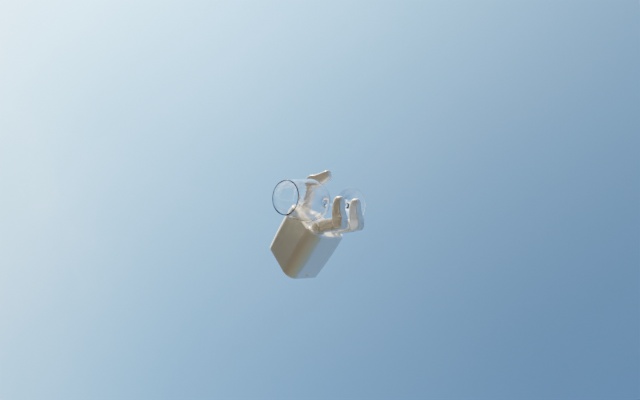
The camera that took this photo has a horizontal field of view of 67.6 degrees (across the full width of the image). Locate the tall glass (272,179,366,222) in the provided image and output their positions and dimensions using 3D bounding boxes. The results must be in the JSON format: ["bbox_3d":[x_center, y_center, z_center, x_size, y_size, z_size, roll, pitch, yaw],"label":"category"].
[{"bbox_3d":[0.001,0.003,0.896,0.079,0.079,0.201,0,-5,38],"label":"tall glass"}]
